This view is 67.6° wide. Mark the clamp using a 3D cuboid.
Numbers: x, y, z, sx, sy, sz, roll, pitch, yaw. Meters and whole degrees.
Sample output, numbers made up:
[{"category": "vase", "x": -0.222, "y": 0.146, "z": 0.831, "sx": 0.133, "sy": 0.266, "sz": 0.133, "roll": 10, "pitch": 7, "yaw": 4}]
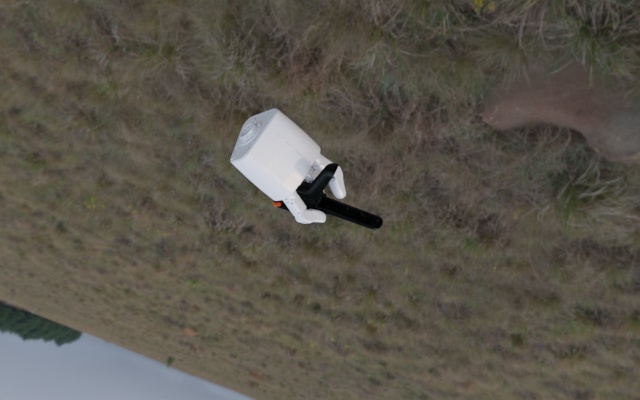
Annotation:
[{"category": "clamp", "x": -0.001, "y": 0.003, "z": 0.850, "sx": 0.210, "sy": 0.036, "sz": 0.165, "roll": -7, "pitch": -42, "yaw": 47}]
